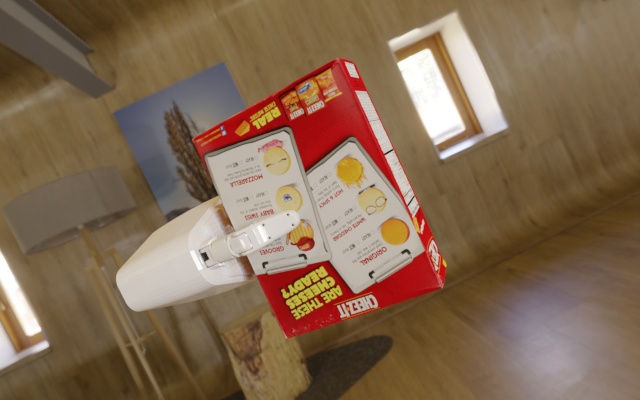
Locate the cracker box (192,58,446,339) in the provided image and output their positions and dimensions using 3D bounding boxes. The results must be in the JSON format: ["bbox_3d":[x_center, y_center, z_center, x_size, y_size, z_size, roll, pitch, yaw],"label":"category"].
[{"bbox_3d":[0.000,0.001,0.453,0.164,0.214,0.072,-24,4,22],"label":"cracker box"}]
